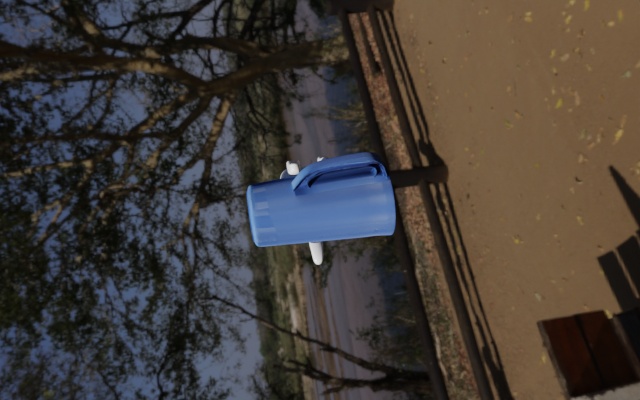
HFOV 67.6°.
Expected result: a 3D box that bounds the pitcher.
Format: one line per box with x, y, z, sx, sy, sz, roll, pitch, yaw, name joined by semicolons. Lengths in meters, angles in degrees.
0.000;0.003;0.815;0.243;0.149;0.145;-8;5;-6;pitcher
